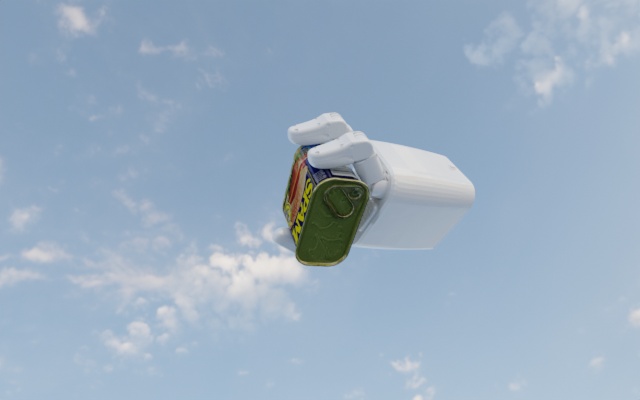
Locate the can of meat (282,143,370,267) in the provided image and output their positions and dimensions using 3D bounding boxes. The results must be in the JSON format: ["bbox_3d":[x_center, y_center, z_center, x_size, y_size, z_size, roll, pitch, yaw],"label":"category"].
[{"bbox_3d":[0.000,0.001,0.489,0.057,0.102,0.084,5,31,-21],"label":"can of meat"}]
